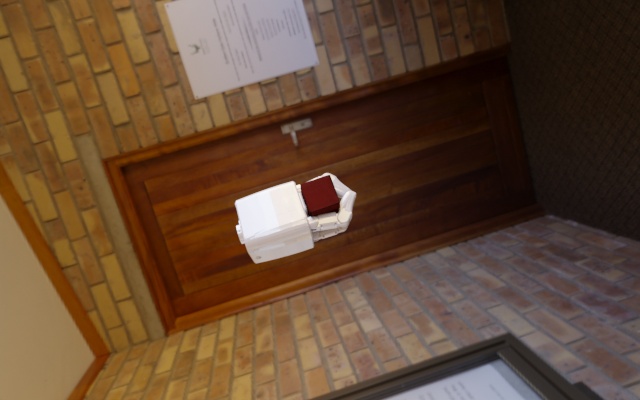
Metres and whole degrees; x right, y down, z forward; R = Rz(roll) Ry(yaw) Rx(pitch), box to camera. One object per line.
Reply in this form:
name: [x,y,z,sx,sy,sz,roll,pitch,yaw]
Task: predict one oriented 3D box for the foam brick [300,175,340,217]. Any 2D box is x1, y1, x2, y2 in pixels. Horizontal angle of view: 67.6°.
foam brick: [0.000,0.002,0.783,0.051,0.053,0.078,-17,-22,-5]
